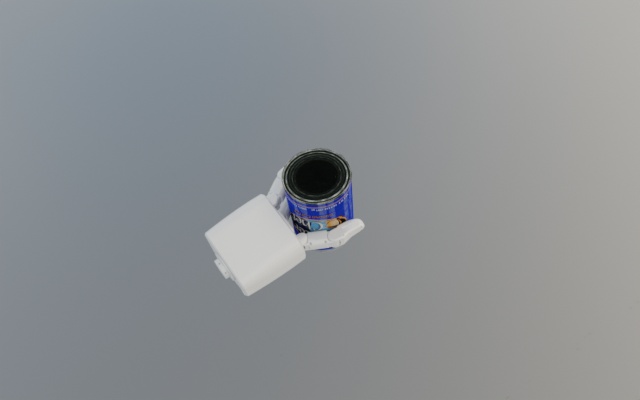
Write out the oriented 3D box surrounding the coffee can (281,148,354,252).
[{"bbox_3d":[0.000,0.002,0.743,0.103,0.102,0.140,0,-34,6],"label":"coffee can"}]
